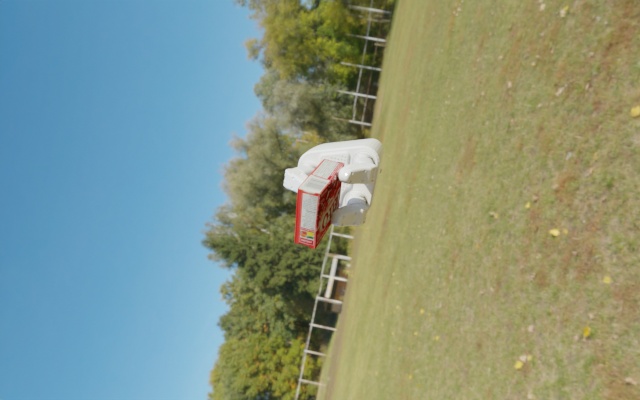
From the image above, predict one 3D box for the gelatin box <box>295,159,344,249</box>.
[{"bbox_3d":[0.000,0.002,0.562,0.030,0.073,0.089,15,31,15],"label":"gelatin box"}]
